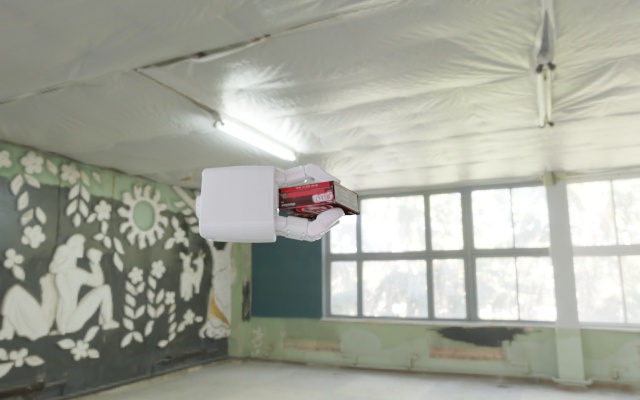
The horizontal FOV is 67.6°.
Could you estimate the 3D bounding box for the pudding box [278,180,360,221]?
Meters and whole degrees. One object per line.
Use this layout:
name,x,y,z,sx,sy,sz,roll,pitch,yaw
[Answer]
pudding box,0.000,0.002,0.726,0.090,0.039,0.113,-6,-10,23
